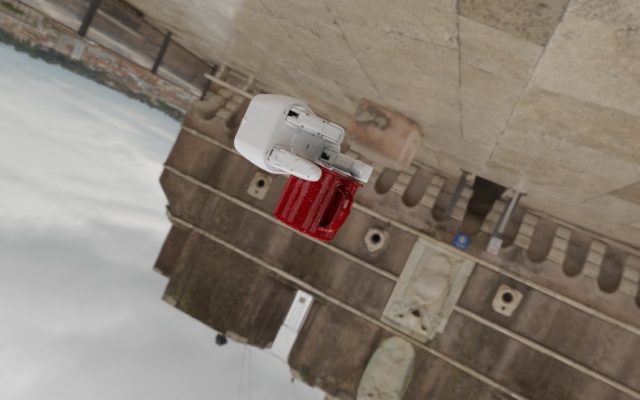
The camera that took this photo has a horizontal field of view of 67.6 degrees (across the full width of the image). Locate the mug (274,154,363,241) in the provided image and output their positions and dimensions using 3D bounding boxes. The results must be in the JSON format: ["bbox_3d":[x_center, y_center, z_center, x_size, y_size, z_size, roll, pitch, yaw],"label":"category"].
[{"bbox_3d":[0.001,0.003,0.581,0.093,0.081,0.117,22,5,-35],"label":"mug"}]
